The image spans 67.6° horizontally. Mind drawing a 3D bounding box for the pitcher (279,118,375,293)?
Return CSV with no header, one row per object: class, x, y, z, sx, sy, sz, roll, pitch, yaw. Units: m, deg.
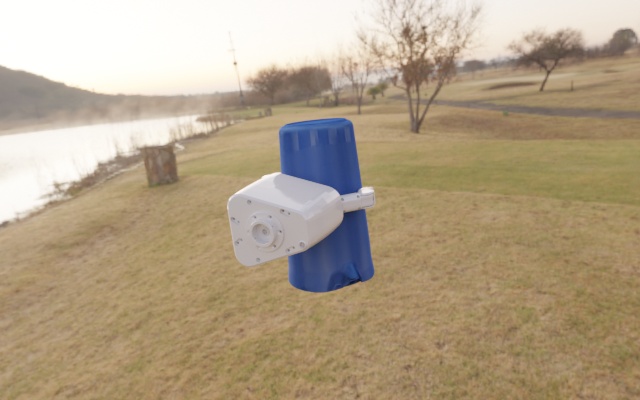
pitcher,0.000,0.002,0.721,0.149,0.243,0.145,0,14,23
